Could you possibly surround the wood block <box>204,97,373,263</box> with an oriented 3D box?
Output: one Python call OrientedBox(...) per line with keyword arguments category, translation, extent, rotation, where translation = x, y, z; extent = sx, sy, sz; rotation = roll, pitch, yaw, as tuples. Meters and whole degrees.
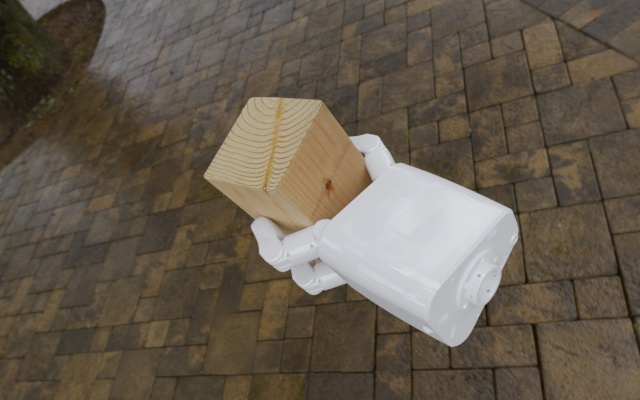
OrientedBox(category="wood block", translation=(0.000, 0.001, 0.469), extent=(0.090, 0.090, 0.206), rotation=(12, -24, 38))
